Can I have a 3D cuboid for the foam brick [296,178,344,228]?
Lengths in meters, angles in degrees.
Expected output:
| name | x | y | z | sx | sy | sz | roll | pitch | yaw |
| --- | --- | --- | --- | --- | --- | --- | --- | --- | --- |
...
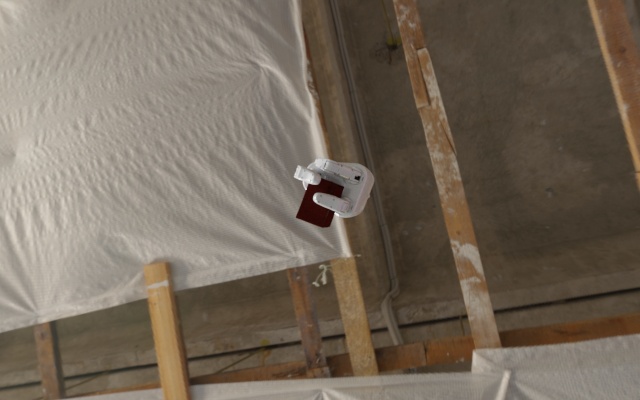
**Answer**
| name | x | y | z | sx | sy | sz | roll | pitch | yaw |
| --- | --- | --- | --- | --- | --- | --- | --- | --- | --- |
| foam brick | 0.000 | 0.003 | 0.821 | 0.053 | 0.078 | 0.051 | 22 | 4 | 14 |
